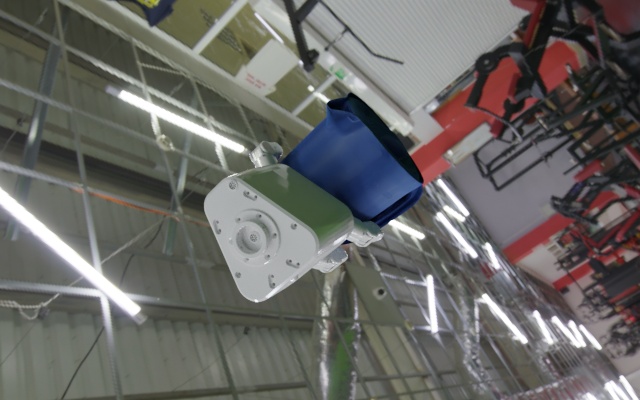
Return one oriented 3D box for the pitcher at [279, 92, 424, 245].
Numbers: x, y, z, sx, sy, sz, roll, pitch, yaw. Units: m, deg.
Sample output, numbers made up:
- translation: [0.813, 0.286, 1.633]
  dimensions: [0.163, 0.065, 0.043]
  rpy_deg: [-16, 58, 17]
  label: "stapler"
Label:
- translation: [0.000, 0.002, 0.586]
  dimensions: [0.243, 0.149, 0.145]
  rpy_deg: [-40, -5, 19]
  label: "pitcher"
